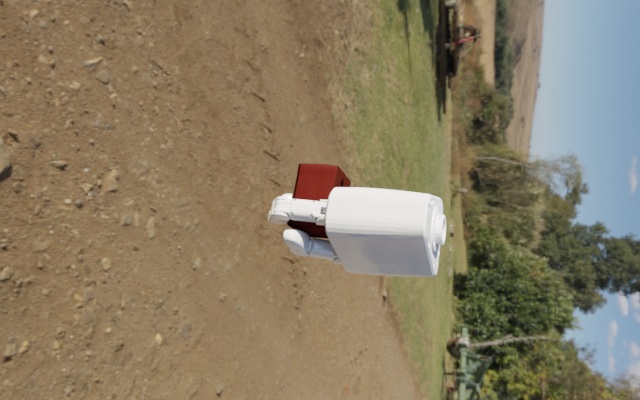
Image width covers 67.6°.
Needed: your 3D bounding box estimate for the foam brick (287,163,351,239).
[{"bbox_3d":[0.000,0.002,0.565,0.051,0.078,0.053,2,-19,23],"label":"foam brick"}]
